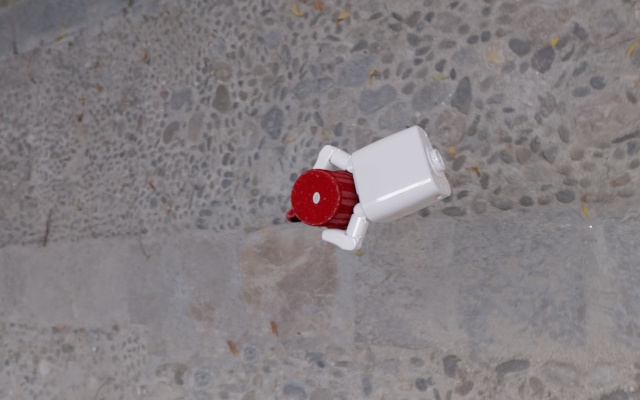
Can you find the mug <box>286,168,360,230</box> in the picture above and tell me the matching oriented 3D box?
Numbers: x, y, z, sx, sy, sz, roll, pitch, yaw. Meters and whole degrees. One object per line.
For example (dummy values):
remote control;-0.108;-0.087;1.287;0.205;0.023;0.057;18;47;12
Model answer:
mug;-0.001;0.003;0.699;0.117;0.093;0.081;-25;-15;24
